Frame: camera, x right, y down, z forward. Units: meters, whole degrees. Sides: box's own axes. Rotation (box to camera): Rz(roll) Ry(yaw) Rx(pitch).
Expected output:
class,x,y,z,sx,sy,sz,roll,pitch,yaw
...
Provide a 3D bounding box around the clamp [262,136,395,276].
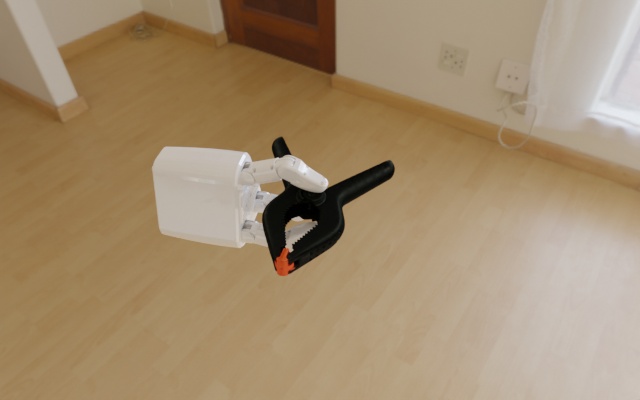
class,x,y,z,sx,sy,sz,roll,pitch,yaw
clamp,0.000,0.002,0.563,0.164,0.036,0.209,8,45,7
